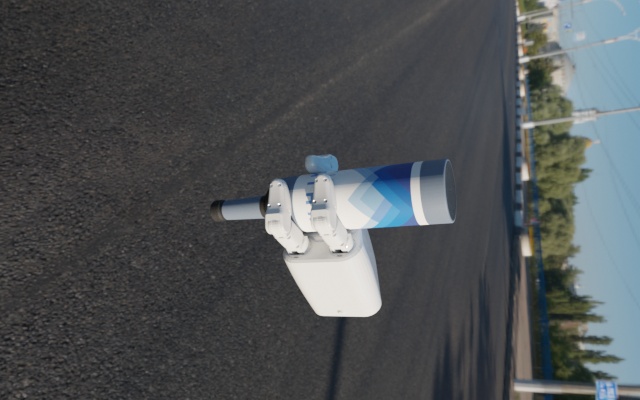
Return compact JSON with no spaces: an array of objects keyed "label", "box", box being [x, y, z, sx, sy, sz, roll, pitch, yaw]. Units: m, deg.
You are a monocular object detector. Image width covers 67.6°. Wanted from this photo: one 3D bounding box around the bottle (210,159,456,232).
[{"label":"bottle","box":[0.000,0.002,0.550,0.296,0.069,0.069,-5,-2,25]}]
